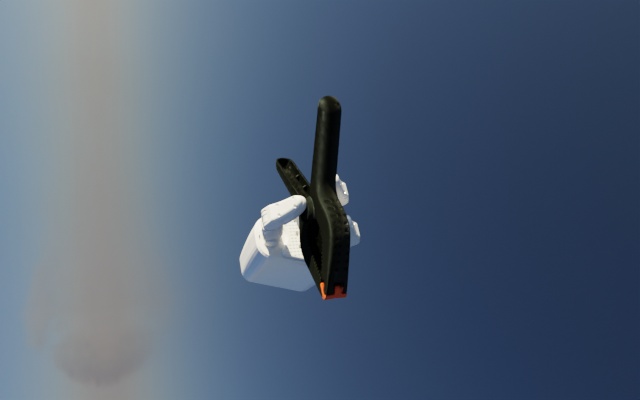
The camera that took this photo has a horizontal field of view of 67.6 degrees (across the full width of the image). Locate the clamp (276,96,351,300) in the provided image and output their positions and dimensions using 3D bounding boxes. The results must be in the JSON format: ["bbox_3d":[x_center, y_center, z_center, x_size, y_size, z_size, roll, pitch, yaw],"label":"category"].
[{"bbox_3d":[-0.001,0.002,0.532,0.036,0.210,0.165,-2,-27,-24],"label":"clamp"}]
